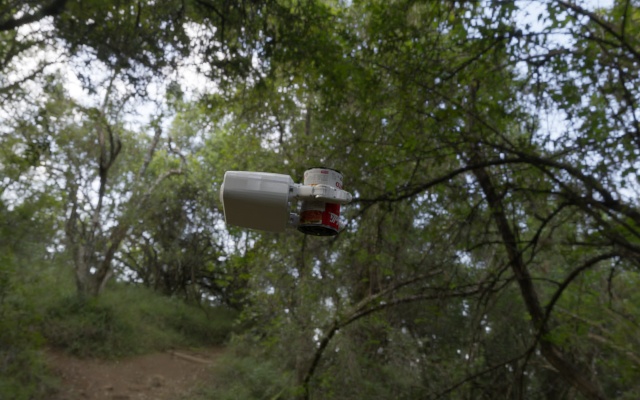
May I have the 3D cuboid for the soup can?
[{"bbox_3d":[0.001,0.002,0.797,0.068,0.102,0.068,5,-18,2],"label":"soup can"}]
